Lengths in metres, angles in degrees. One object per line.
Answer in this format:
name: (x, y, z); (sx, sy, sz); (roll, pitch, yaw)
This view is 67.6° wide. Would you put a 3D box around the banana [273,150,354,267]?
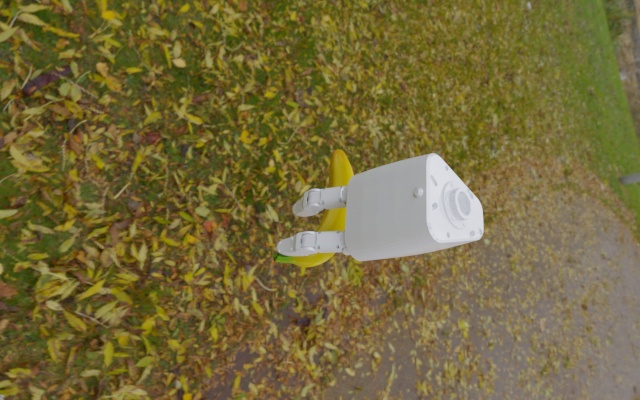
banana: (0.011, 0.017, 0.628); (0.070, 0.197, 0.037); (44, -38, -21)
